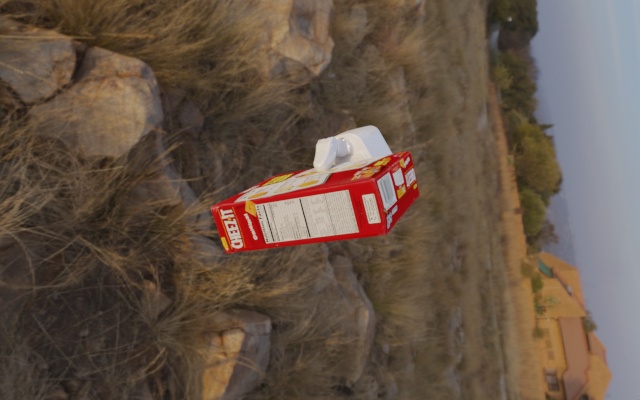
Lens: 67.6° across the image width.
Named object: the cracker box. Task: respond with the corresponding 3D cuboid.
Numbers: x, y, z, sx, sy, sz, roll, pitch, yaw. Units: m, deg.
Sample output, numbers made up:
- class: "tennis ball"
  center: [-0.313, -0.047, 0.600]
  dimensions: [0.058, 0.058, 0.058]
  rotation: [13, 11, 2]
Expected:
- class: "cracker box"
  center: [0.000, 0.002, 0.603]
  dimensions: [0.214, 0.072, 0.164]
  rotation: [-9, 12, 26]
